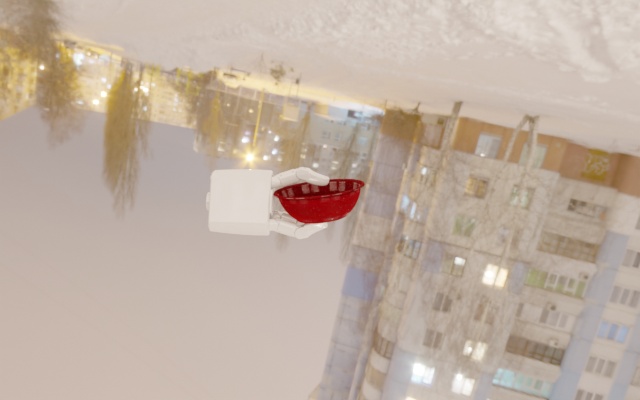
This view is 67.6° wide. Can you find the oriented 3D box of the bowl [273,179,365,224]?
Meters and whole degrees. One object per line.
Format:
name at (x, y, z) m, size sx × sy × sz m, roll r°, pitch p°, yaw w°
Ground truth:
bowl at (0.001, 0.003, 0.842) m, size 0.162 × 0.055 × 0.162 m, roll -7°, pitch 11°, yaw 1°
